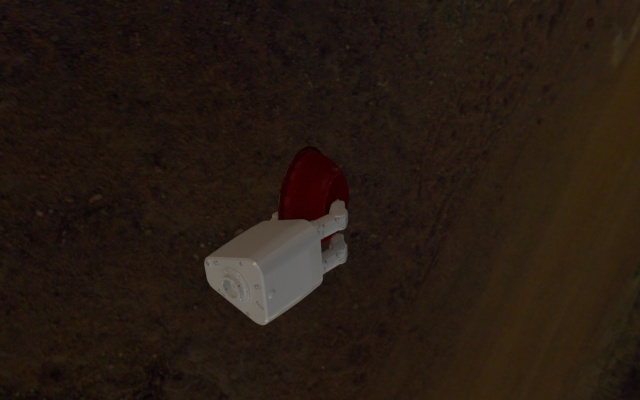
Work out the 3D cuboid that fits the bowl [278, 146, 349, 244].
[{"bbox_3d":[0.001,0.002,0.708,0.055,0.162,0.162,9,3,24],"label":"bowl"}]
